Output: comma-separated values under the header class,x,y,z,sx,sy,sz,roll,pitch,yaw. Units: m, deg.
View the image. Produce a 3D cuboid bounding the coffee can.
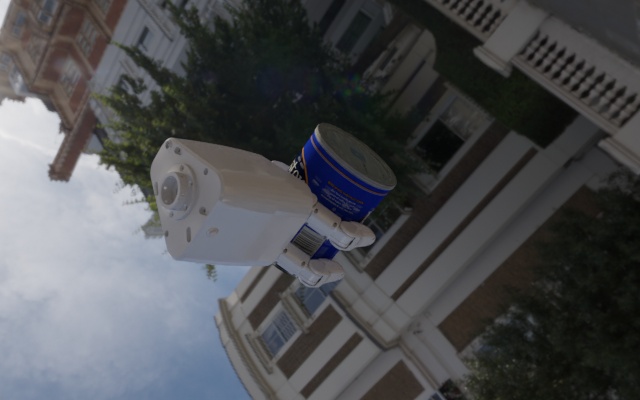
class,x,y,z,sx,sy,sz,roll,pitch,yaw
coffee can,0.000,0.002,0.524,0.103,0.140,0.102,32,23,-15
